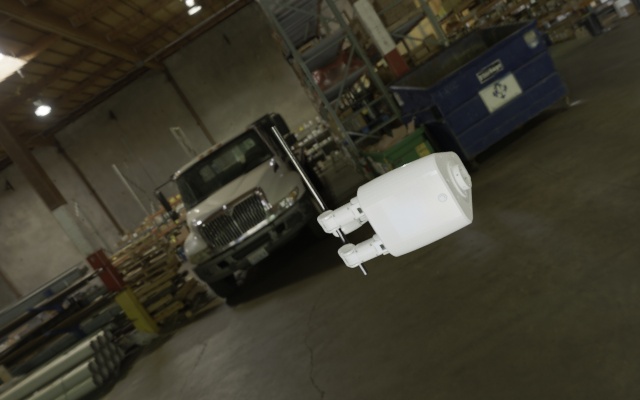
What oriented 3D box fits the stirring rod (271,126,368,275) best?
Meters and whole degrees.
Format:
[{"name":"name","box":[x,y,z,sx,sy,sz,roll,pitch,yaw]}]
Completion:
[{"name":"stirring rod","box":[0.000,0.002,0.657,0.011,0.239,0.011,-32,8,5]}]
